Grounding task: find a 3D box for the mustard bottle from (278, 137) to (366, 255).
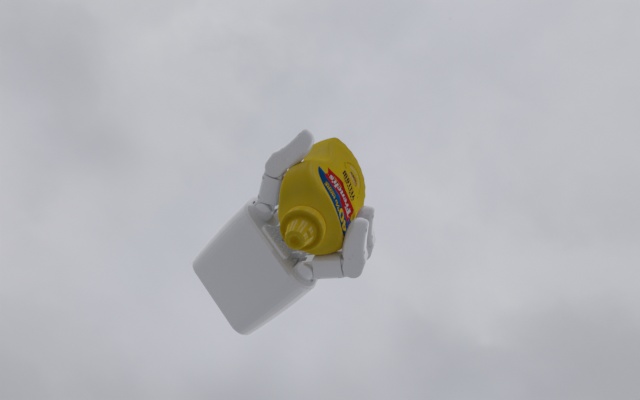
[{"bbox_3d":[0.000,0.001,0.493,0.058,0.096,0.191,-15,16,20],"label":"mustard bottle"}]
